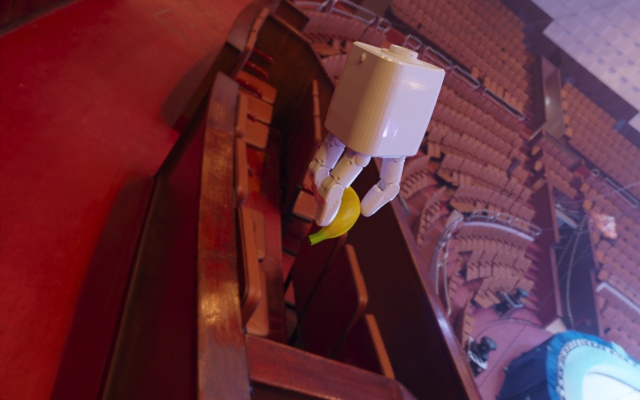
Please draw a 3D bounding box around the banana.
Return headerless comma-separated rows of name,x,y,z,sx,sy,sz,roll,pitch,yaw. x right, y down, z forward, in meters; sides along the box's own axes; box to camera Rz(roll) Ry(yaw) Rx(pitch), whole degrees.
banana,0.019,0.002,0.650,0.069,0.037,0.197,-3,20,2
